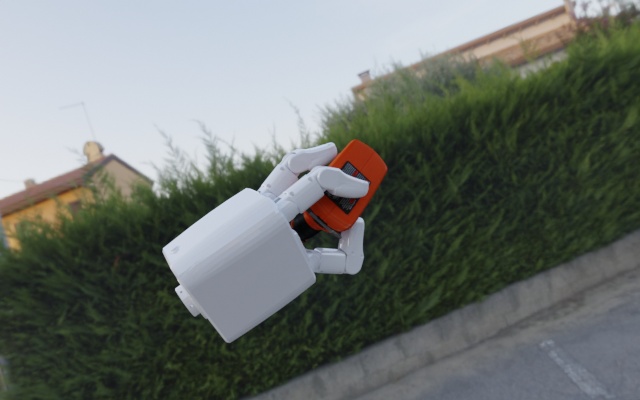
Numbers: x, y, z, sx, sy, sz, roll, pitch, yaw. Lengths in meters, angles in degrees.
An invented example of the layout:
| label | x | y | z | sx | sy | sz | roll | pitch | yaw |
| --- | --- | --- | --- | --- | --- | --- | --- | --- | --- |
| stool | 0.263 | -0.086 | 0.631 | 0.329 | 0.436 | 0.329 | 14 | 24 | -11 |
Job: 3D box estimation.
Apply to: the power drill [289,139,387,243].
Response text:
| label | x | y | z | sx | sy | sz | roll | pitch | yaw |
| --- | --- | --- | --- | --- | --- | --- | --- | --- | --- |
| power drill | 0.000 | 0.002 | 0.571 | 0.057 | 0.184 | 0.188 | 39 | -32 | -7 |
